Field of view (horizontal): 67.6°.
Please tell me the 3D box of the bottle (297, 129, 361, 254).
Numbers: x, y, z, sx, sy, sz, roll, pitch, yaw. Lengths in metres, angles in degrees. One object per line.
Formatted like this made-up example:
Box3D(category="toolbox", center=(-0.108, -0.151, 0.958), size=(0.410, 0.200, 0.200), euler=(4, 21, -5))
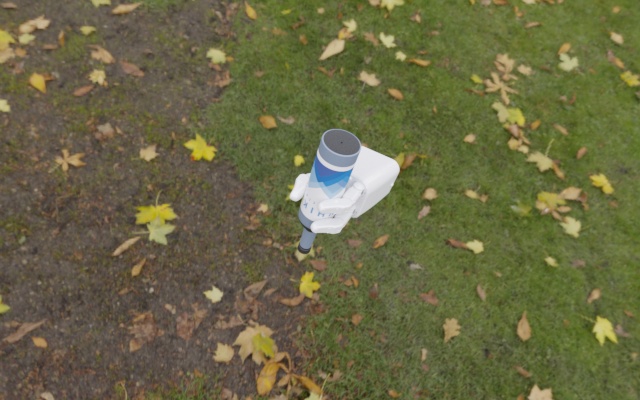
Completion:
Box3D(category="bottle", center=(0.000, 0.003, 0.876), size=(0.069, 0.069, 0.296), euler=(0, -41, -18))
